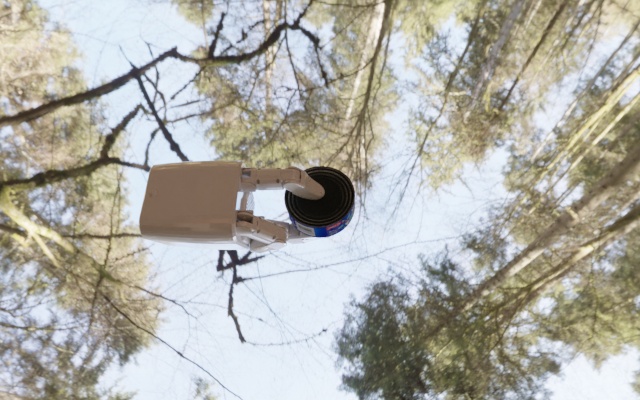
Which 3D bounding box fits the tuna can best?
[{"bbox_3d":[0.000,0.002,0.587,0.086,0.086,0.034,0,-31,6],"label":"tuna can"}]
